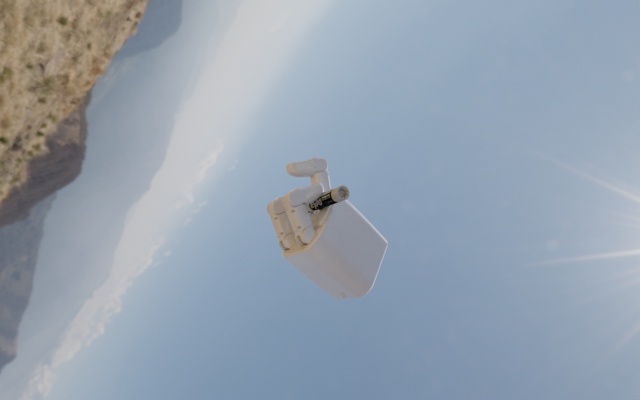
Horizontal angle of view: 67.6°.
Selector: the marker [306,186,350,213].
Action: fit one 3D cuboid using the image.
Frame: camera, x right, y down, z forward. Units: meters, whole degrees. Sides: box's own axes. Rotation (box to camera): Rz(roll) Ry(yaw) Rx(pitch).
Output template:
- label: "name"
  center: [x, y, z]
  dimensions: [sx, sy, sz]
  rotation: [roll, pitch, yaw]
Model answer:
- label: "marker"
  center: [0.000, 0.002, 0.643]
  dimensions: [0.020, 0.020, 0.121]
  rotation: [0, -11, -29]
